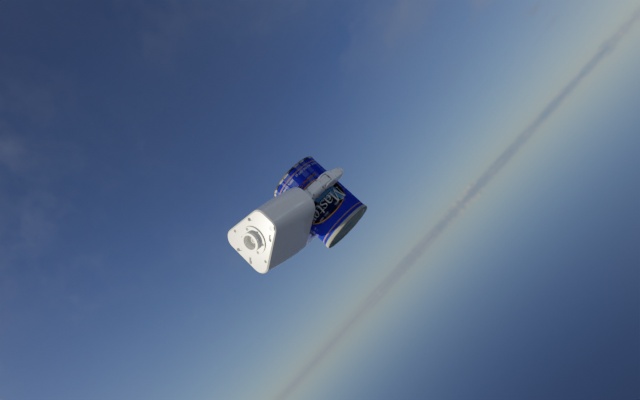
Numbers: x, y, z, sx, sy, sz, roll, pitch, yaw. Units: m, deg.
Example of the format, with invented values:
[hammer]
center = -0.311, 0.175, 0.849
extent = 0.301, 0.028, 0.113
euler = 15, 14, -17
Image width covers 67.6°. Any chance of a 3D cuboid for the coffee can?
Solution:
[coffee can]
center = 0.000, 0.003, 0.876
extent = 0.140, 0.103, 0.103
euler = 43, 11, 12
